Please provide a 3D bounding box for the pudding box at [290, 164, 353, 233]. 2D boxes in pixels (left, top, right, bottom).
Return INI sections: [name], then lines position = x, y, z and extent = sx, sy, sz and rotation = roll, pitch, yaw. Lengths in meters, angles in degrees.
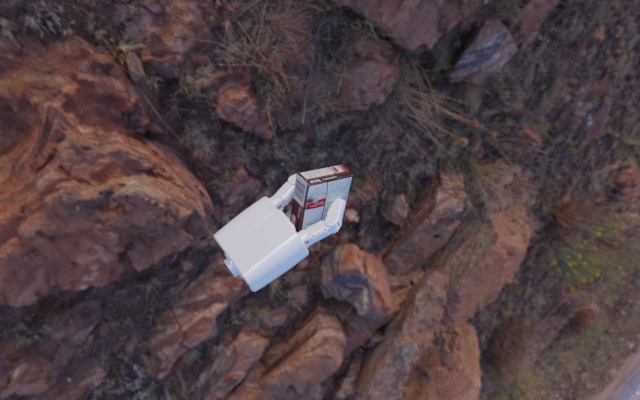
[pudding box]
position = 0.000, 0.003, 0.788
extent = 0.090, 0.114, 0.039
rotation = -14, 42, -32
